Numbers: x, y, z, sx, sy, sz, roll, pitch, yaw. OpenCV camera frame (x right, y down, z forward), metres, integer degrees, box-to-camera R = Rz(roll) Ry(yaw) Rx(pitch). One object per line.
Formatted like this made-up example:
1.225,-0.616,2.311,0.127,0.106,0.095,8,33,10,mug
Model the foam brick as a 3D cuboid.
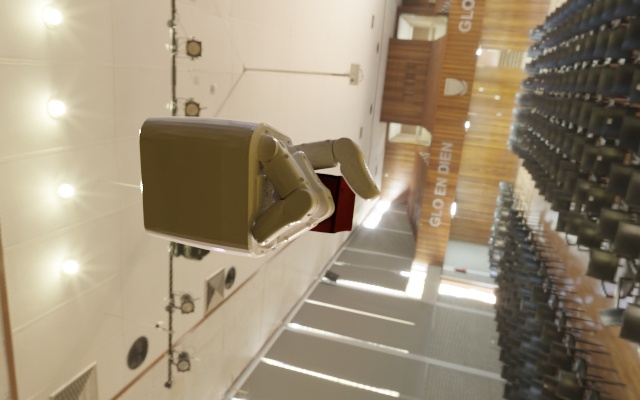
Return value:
0.000,0.002,0.448,0.051,0.053,0.078,7,-1,15,foam brick
